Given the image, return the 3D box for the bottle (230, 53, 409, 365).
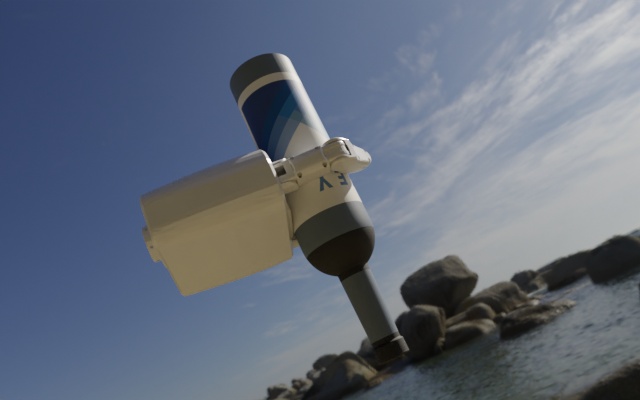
[{"bbox_3d":[0.000,0.001,0.432,0.069,0.295,0.069,-23,-19,-8],"label":"bottle"}]
